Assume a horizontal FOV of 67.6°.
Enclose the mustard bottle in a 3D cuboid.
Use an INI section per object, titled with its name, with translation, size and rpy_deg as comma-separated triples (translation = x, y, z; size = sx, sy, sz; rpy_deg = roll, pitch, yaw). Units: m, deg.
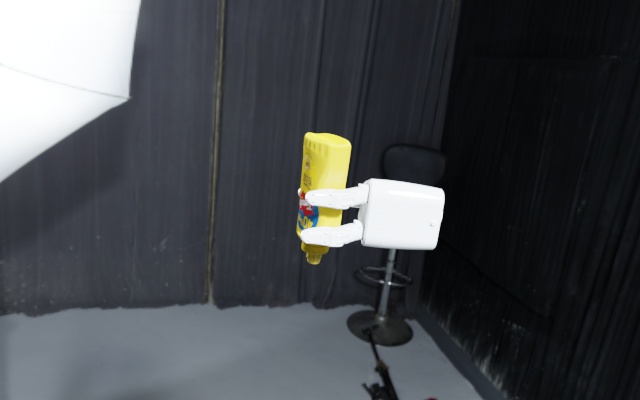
[mustard bottle]
translation = 0.000, 0.002, 0.698
size = 0.058, 0.192, 0.096
rpy_deg = -1, 18, -24
